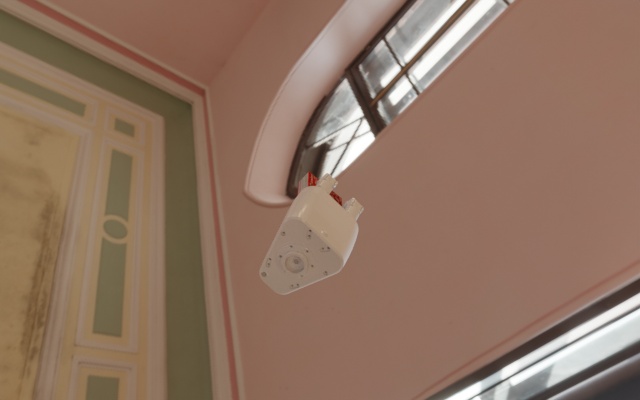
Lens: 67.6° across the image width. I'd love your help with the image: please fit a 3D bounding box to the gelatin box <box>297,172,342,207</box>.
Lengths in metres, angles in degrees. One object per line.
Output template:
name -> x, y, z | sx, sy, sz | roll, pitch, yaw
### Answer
gelatin box -> 0.000, 0.003, 0.745 | 0.073, 0.030, 0.089 | 38, 20, -18
